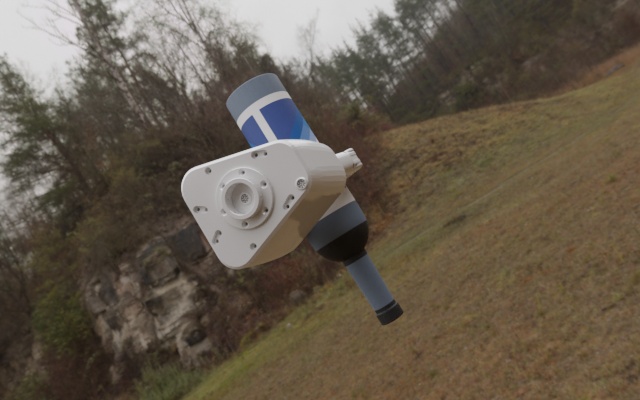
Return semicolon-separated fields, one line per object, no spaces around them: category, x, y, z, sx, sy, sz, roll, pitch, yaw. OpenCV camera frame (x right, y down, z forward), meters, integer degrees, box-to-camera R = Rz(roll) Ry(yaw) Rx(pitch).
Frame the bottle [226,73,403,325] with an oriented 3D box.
bottle;0.000;0.001;0.523;0.069;0.295;0.069;-31;-6;-3
